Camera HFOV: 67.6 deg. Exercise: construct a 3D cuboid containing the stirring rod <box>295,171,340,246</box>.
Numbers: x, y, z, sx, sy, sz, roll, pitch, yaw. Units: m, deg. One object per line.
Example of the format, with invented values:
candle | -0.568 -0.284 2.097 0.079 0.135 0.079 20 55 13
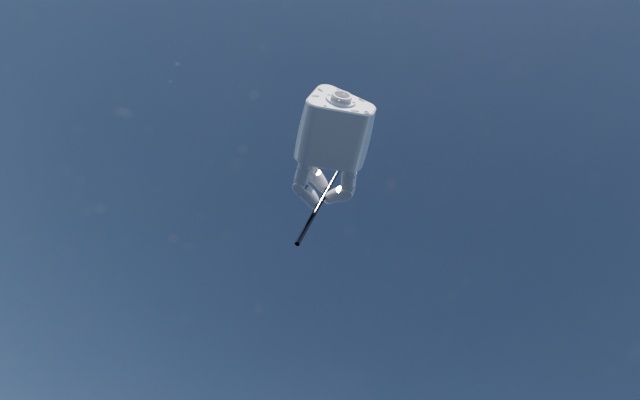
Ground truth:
stirring rod | 0.000 0.003 0.826 0.011 0.011 0.239 0 32 21
